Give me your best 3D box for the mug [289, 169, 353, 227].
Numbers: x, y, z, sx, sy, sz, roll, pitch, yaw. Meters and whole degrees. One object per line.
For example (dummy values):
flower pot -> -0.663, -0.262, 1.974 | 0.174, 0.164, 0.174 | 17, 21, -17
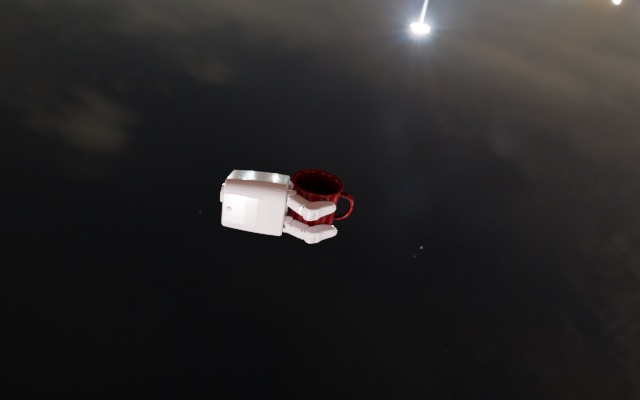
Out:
mug -> 0.002, 0.003, 0.857 | 0.117, 0.081, 0.093 | 10, 31, -3
